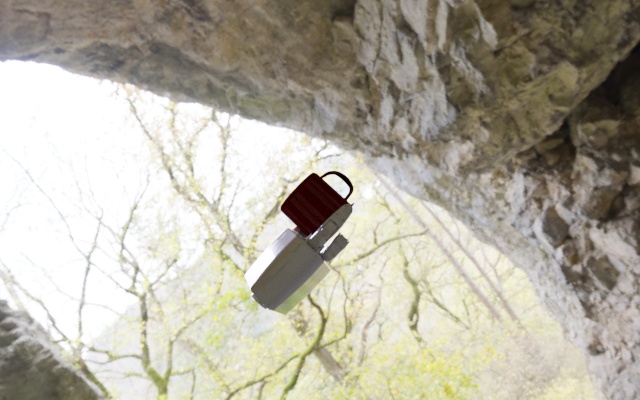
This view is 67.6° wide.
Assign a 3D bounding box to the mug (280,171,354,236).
[{"bbox_3d":[0.001,0.001,0.743,0.081,0.117,0.093,43,-8,2],"label":"mug"}]
